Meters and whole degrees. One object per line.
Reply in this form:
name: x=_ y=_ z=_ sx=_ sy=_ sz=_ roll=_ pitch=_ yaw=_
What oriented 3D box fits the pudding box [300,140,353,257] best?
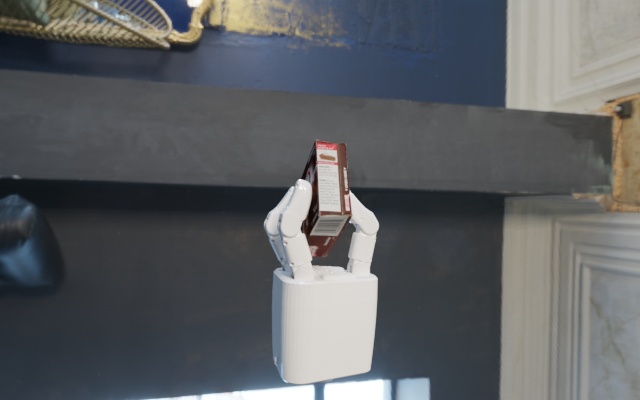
pudding box: x=0.000 y=0.002 z=0.527 sx=0.039 sy=0.090 sz=0.113 roll=4 pitch=-28 yaw=-15
